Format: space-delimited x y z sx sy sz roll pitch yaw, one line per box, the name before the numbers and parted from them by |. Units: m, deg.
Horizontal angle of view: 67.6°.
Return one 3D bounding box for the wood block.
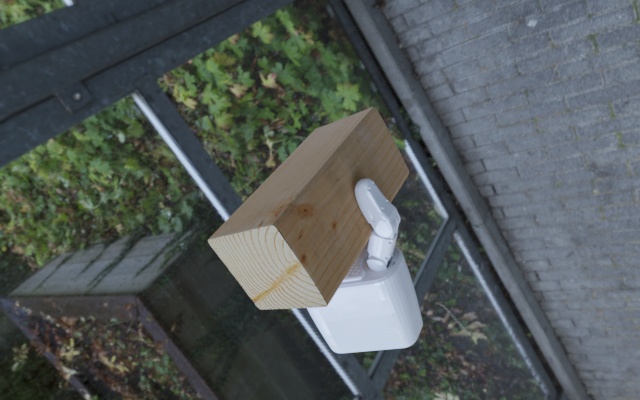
wood block | 0.000 0.002 0.477 0.091 0.090 0.206 -13 28 40
